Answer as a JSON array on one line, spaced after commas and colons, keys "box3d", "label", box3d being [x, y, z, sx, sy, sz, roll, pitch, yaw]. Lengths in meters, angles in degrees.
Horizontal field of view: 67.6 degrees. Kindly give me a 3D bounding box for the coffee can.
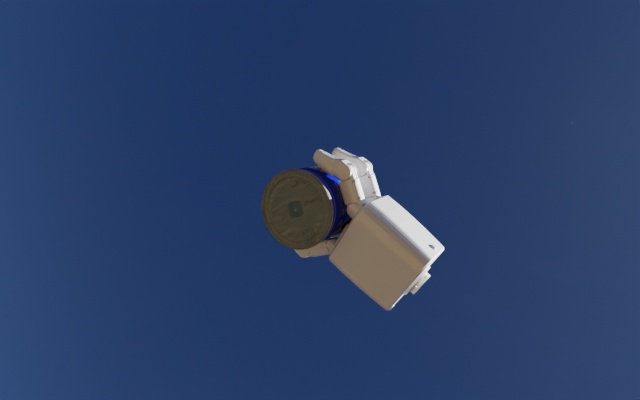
[{"box3d": [0.000, 0.002, 0.658, 0.103, 0.103, 0.140, 0, 8, 28], "label": "coffee can"}]
